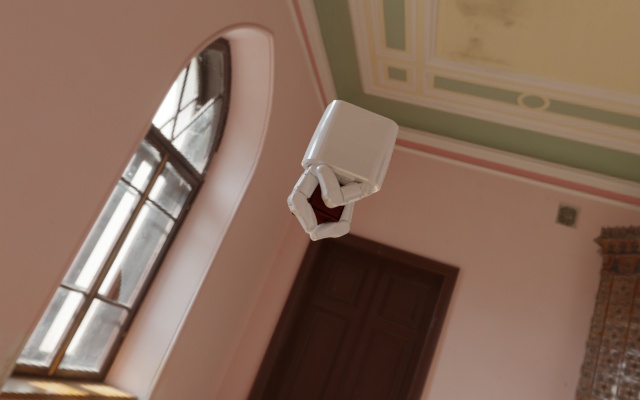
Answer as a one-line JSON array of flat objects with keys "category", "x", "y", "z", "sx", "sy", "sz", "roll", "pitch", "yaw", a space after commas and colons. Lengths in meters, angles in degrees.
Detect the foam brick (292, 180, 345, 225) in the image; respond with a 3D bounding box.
[{"category": "foam brick", "x": 0.000, "y": 0.002, "z": 0.711, "sx": 0.053, "sy": 0.051, "sz": 0.078, "roll": 25, "pitch": -18, "yaw": -17}]
